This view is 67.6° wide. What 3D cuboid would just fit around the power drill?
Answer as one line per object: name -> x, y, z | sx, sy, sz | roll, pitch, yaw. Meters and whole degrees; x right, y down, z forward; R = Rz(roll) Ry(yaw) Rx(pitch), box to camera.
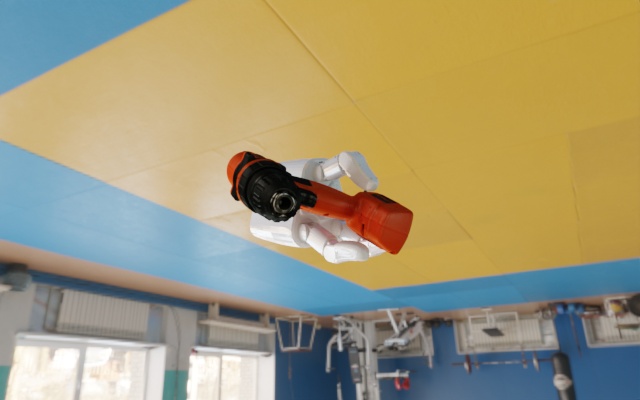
power drill -> 0.000, 0.002, 0.499 | 0.188, 0.057, 0.184 | 20, 7, -23
